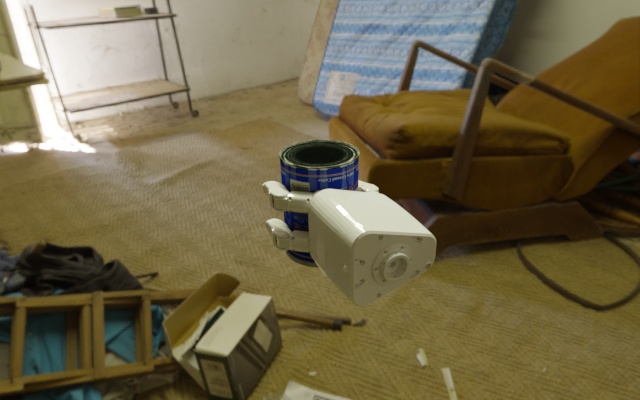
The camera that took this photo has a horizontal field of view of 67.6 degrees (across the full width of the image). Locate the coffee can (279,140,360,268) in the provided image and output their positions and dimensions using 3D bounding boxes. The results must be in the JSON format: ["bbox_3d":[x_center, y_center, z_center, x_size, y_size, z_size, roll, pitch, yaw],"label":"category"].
[{"bbox_3d":[0.000,0.002,0.633,0.103,0.140,0.102,-1,26,1],"label":"coffee can"}]
